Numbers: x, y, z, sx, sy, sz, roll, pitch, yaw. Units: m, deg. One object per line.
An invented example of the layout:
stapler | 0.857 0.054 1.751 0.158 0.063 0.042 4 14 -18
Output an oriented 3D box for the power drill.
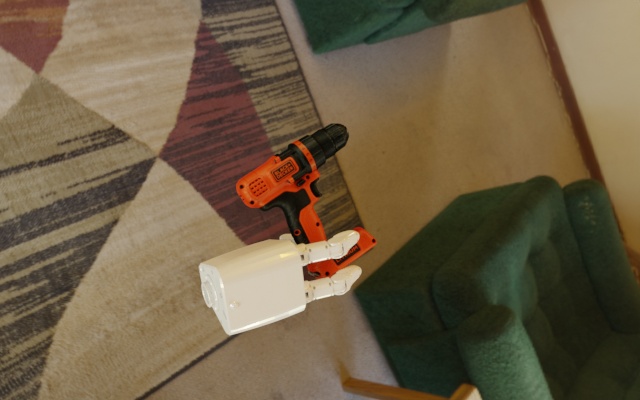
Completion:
power drill | 0.000 0.003 0.687 0.184 0.187 0.057 -34 5 -13
